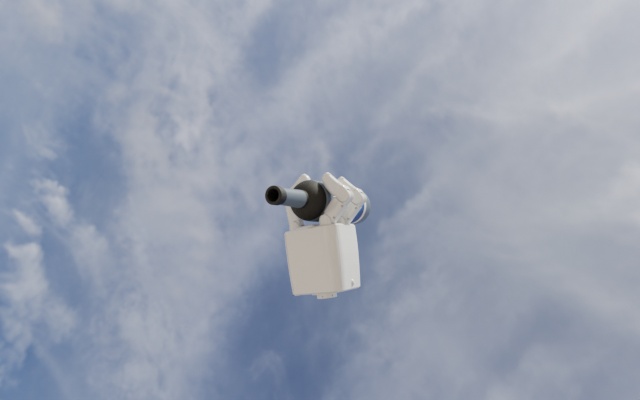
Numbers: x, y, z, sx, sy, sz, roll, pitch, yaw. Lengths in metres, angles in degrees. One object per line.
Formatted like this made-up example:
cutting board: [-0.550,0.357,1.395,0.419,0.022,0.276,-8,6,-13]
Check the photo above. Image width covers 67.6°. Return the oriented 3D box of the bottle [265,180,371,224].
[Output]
bottle: [0.000,0.003,0.794,0.069,0.069,0.296,0,-4,27]
